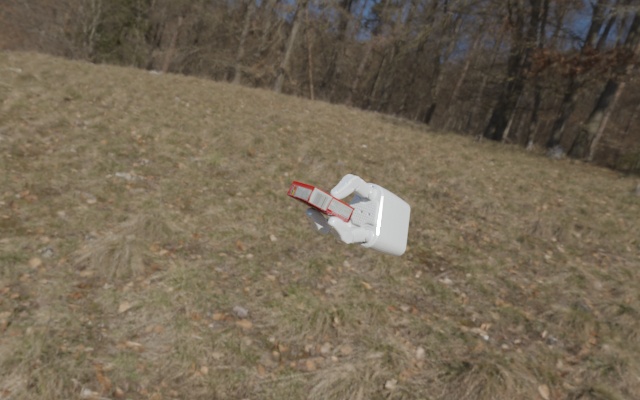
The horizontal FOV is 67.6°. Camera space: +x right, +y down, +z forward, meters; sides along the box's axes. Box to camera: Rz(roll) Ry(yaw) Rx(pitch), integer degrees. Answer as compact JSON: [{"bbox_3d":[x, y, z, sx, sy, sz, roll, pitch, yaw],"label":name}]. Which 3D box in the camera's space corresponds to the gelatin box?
[{"bbox_3d":[0.000,0.002,0.783,0.089,0.030,0.073,29,-5,-33],"label":"gelatin box"}]
